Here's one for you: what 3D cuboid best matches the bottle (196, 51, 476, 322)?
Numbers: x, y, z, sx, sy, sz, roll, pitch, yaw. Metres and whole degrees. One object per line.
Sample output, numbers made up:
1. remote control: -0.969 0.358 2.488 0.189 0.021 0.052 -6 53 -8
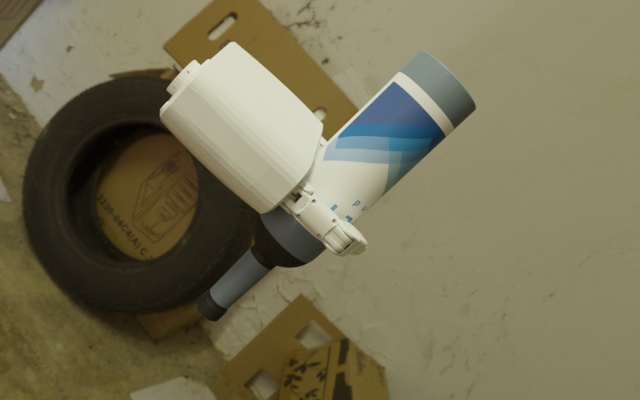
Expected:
1. bottle: 0.000 0.001 0.418 0.296 0.069 0.069 -44 -9 10
